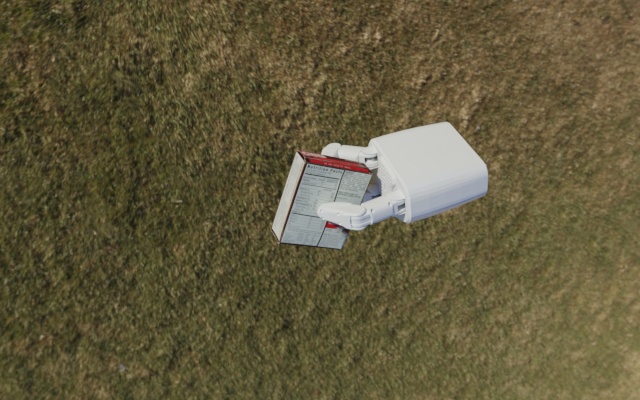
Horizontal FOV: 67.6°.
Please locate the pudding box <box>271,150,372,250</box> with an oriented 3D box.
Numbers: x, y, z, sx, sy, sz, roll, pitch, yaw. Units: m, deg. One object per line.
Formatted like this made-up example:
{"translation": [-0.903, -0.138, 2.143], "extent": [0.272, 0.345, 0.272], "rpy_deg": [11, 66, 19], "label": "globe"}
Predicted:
{"translation": [0.000, 0.002, 0.573], "extent": [0.090, 0.113, 0.039], "rpy_deg": [9, 23, -25], "label": "pudding box"}
